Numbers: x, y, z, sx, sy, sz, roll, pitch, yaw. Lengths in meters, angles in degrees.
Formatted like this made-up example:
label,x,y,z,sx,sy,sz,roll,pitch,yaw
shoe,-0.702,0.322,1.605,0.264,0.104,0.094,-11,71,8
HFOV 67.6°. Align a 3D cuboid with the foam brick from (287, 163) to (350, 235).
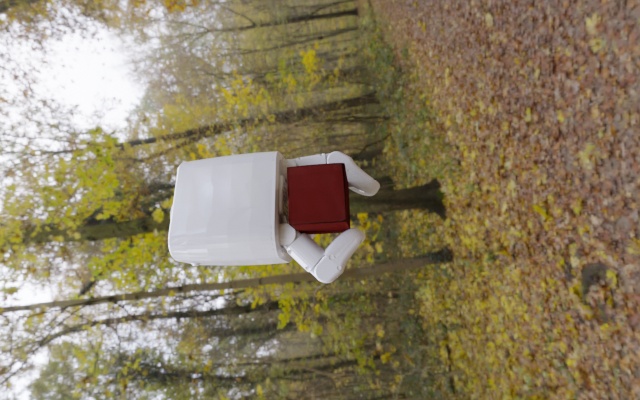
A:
label,x,y,z,sx,sy,sz,roll,pitch,yaw
foam brick,0.000,0.001,0.441,0.051,0.053,0.078,-3,-12,5
